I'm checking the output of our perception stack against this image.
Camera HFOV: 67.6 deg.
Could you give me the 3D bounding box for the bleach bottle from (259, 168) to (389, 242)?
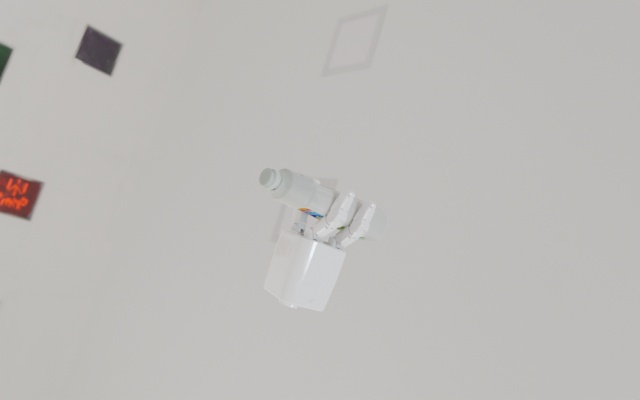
[{"bbox_3d":[0.000,0.003,0.783,0.251,0.068,0.102,24,-6,-41],"label":"bleach bottle"}]
